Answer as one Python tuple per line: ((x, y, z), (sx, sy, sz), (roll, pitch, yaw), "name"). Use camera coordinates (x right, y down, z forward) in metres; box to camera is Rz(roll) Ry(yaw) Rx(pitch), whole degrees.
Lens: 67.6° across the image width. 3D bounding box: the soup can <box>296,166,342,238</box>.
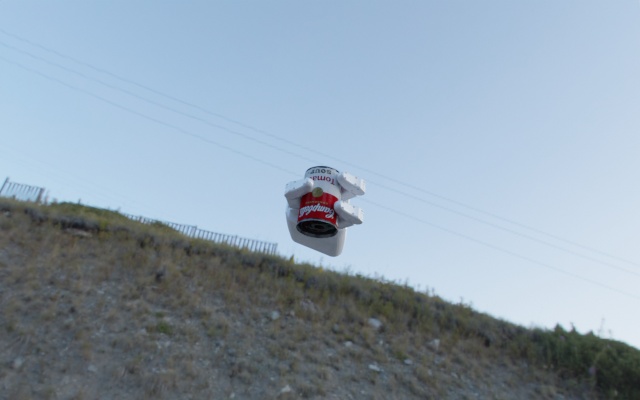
((0.000, 0.002, 0.790), (0.068, 0.102, 0.068), (6, -28, 3), "soup can")
